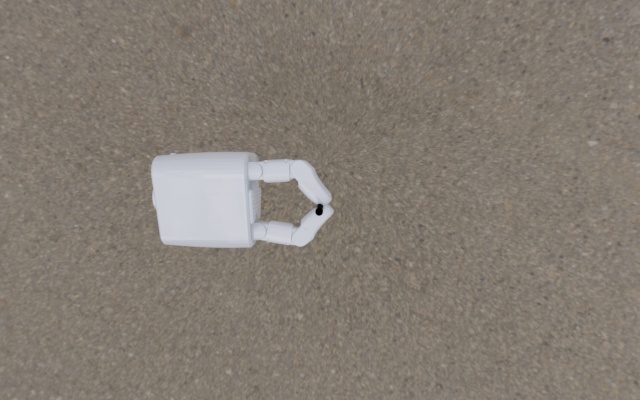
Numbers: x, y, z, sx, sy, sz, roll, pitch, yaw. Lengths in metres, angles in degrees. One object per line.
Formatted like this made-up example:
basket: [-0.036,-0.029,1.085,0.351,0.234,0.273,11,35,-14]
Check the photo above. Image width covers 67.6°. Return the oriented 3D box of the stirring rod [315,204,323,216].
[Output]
stirring rod: [0.000,0.002,0.594,0.011,0.011,0.239,0,5,1]
